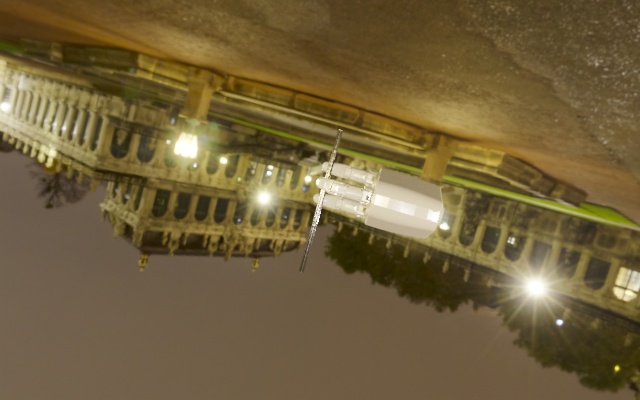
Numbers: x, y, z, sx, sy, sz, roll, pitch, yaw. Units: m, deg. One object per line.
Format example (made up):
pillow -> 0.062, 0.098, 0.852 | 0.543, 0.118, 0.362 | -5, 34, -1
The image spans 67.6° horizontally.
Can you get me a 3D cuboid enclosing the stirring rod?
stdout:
stirring rod -> 0.000, 0.002, 0.776 | 0.011, 0.239, 0.011 | 15, 5, -1
